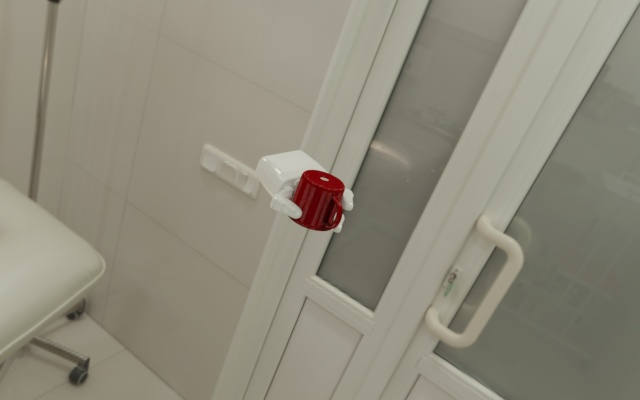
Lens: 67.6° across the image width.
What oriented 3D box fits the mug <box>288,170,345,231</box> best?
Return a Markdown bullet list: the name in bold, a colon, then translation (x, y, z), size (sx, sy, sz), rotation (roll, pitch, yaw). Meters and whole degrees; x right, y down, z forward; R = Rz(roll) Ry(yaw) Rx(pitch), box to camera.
- **mug**: translation (0.001, 0.003, 0.848), size (0.093, 0.081, 0.117), rotation (2, 29, -37)
